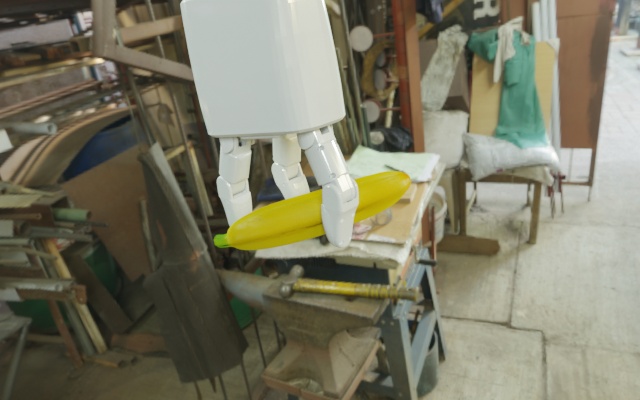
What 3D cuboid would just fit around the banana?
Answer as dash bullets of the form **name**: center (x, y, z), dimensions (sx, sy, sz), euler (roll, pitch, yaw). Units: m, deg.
- **banana**: center (0.002, 0.006, 0.424), dimensions (0.198, 0.037, 0.069), euler (-16, 15, -13)
